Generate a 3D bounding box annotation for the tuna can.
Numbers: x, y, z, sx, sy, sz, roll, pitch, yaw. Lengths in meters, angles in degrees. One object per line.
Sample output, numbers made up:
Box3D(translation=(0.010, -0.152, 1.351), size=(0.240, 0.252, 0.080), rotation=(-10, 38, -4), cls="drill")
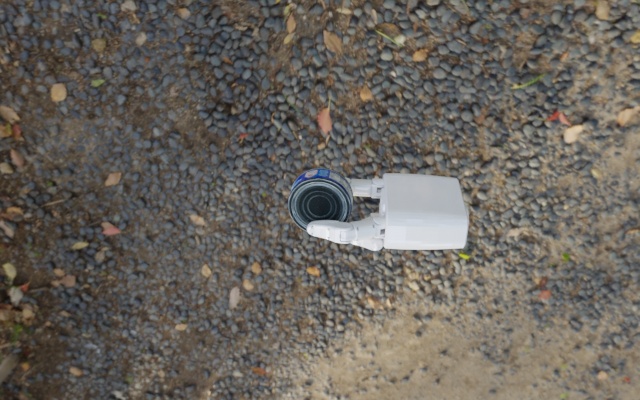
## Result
Box3D(translation=(0.000, 0.002, 0.635), size=(0.086, 0.086, 0.033), rotation=(0, 26, 7), cls="tuna can")
